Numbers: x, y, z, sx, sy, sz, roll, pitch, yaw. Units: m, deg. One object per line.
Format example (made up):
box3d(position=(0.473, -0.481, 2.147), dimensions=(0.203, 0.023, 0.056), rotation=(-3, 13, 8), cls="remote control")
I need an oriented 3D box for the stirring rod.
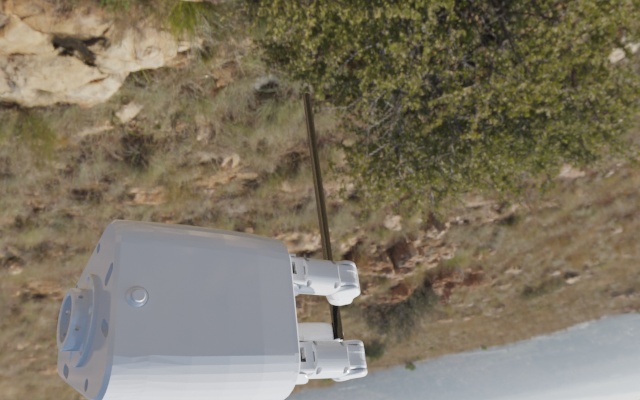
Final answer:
box3d(position=(0.000, 0.001, 0.424), dimensions=(0.011, 0.239, 0.011), rotation=(-6, -27, -3), cls="stirring rod")
